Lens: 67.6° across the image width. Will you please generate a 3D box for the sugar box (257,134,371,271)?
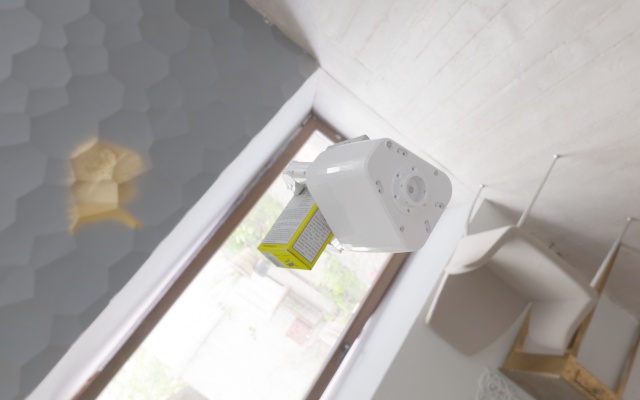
[{"bbox_3d":[0.000,0.002,0.588,0.048,0.176,0.093,45,-24,-20],"label":"sugar box"}]
